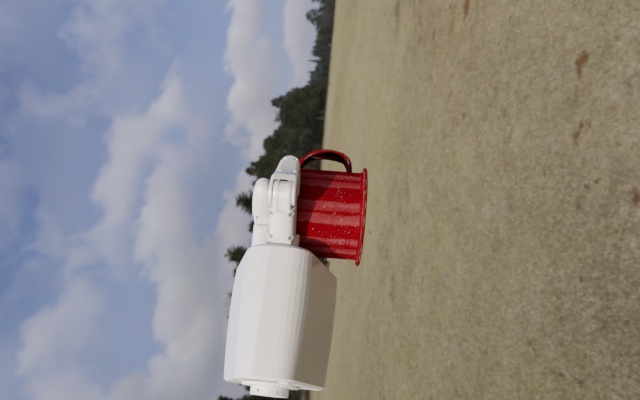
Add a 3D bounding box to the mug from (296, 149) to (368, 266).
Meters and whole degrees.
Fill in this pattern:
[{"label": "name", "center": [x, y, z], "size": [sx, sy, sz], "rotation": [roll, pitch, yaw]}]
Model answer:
[{"label": "mug", "center": [0.000, 0.000, 0.456], "size": [0.081, 0.117, 0.093], "rotation": [5, -25, 1]}]
